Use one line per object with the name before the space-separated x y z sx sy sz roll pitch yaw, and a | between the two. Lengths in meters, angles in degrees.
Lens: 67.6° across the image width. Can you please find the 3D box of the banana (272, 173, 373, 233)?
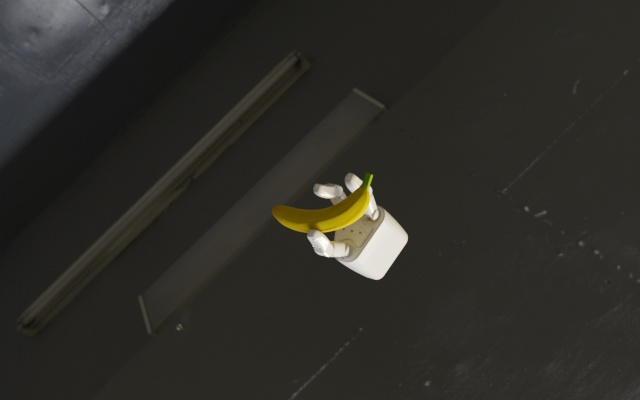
banana | 0.004 0.018 0.763 0.198 0.069 0.037 -18 -30 30
